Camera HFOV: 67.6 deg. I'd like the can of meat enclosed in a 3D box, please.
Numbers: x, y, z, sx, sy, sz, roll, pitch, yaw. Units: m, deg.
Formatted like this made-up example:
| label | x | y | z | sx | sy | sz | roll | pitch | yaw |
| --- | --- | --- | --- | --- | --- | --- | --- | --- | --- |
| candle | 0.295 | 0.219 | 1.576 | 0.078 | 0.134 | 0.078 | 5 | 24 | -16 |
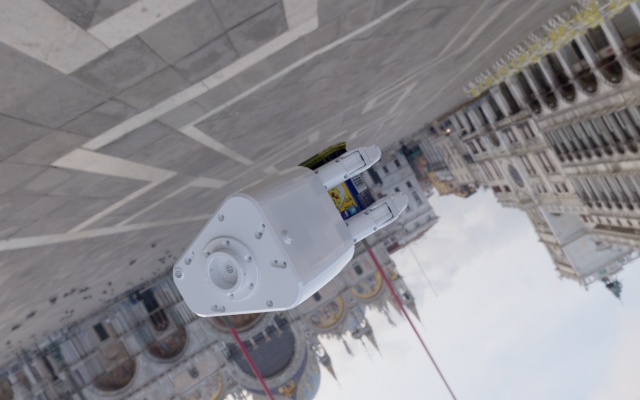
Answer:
| label | x | y | z | sx | sy | sz | roll | pitch | yaw |
| --- | --- | --- | --- | --- | --- | --- | --- | --- | --- |
| can of meat | 0.000 | 0.002 | 0.486 | 0.102 | 0.084 | 0.057 | -30 | -1 | 21 |
